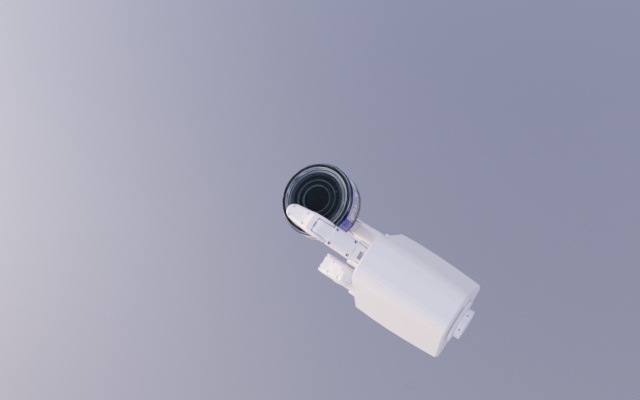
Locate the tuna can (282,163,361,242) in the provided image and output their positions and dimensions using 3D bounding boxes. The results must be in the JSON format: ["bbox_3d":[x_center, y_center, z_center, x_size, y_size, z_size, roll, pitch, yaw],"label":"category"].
[{"bbox_3d":[0.000,0.002,0.541,0.086,0.086,0.034,0,-16,22],"label":"tuna can"}]
